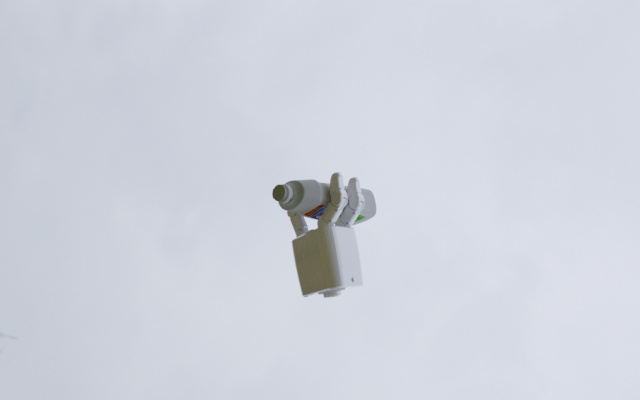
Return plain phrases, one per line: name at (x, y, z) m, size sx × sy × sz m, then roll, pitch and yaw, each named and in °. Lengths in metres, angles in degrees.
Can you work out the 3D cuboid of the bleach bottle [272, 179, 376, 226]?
bleach bottle at (0.000, 0.003, 0.876) m, size 0.102 × 0.068 × 0.251 m, roll -20°, pitch -17°, yaw 33°
